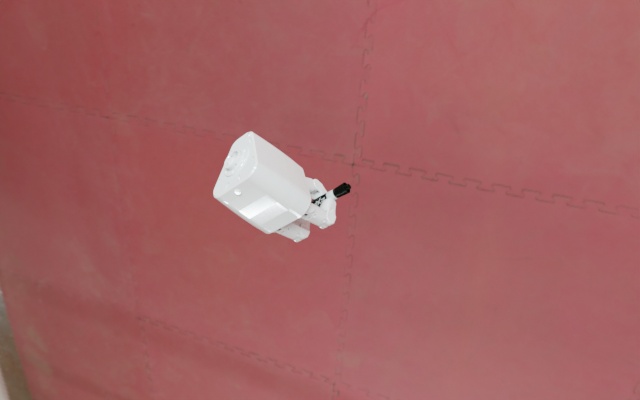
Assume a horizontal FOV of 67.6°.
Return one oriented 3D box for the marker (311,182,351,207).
[{"bbox_3d":[0.000,0.003,0.782,0.121,0.020,0.020,-29,-16,31],"label":"marker"}]
